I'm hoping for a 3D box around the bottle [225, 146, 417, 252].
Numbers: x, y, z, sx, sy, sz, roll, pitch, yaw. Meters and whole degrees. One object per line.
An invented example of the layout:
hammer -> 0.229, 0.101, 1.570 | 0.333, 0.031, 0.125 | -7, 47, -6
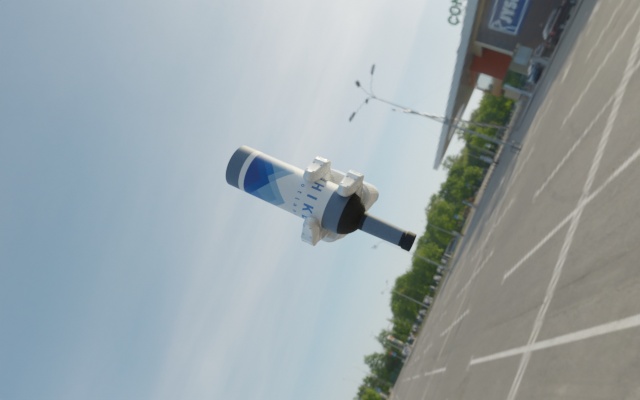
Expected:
bottle -> 0.000, 0.002, 0.707 | 0.295, 0.069, 0.069 | 24, 7, 15
